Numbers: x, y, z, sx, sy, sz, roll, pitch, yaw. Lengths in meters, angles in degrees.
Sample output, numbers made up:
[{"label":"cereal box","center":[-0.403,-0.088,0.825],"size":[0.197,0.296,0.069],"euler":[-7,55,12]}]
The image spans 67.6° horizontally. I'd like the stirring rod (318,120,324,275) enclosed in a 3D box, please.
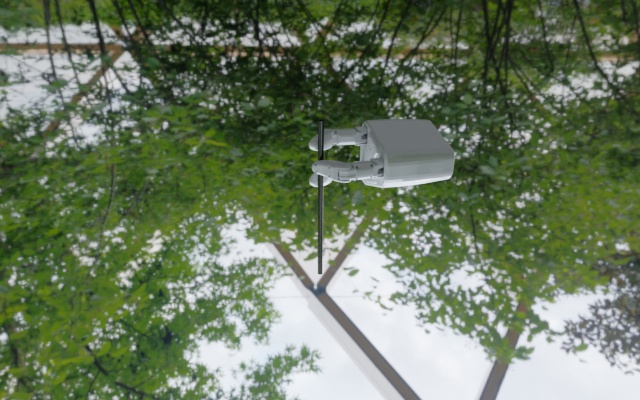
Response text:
[{"label":"stirring rod","center":[0.000,0.002,0.693],"size":[0.011,0.240,0.011],"euler":[0,23,0]}]
